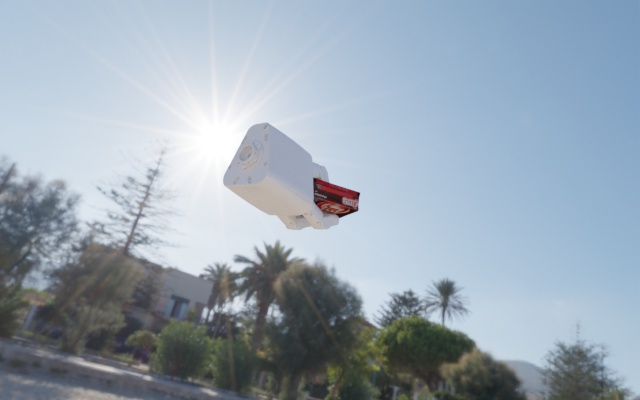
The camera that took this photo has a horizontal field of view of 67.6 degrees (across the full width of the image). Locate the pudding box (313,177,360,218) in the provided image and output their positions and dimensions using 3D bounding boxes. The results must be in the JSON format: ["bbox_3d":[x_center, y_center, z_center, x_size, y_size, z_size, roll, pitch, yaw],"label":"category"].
[{"bbox_3d":[0.000,0.002,0.804,0.090,0.039,0.113,18,-19,-23],"label":"pudding box"}]
